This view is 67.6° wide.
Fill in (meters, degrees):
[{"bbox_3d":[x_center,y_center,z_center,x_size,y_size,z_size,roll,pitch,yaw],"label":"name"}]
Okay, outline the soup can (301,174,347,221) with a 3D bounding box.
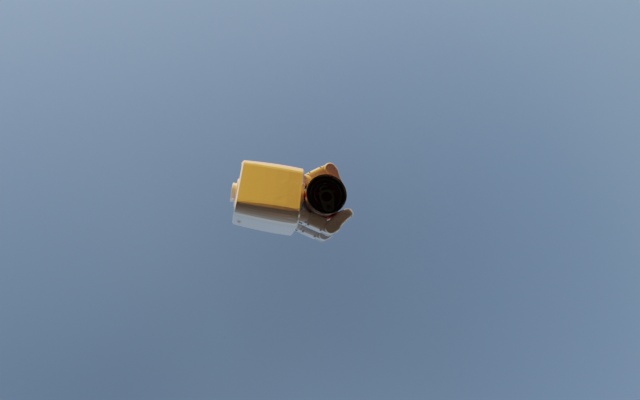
[{"bbox_3d":[0.001,0.003,0.822,0.068,0.068,0.102,0,-16,-12],"label":"soup can"}]
